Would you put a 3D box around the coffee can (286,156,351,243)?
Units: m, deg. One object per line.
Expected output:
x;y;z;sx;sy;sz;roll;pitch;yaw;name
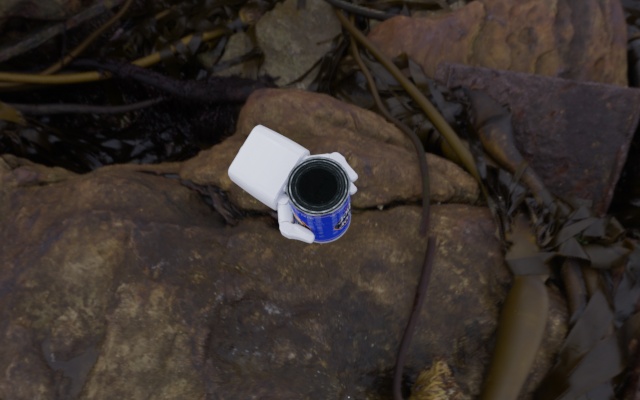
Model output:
0.000;0.003;0.808;0.103;0.102;0.140;0;-22;3;coffee can
